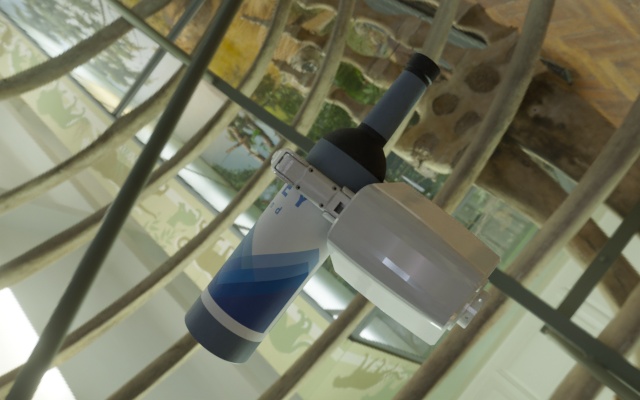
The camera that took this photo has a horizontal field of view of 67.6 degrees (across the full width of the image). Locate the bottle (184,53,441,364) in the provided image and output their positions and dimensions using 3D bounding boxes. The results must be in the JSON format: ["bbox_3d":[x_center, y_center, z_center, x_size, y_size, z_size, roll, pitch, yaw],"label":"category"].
[{"bbox_3d":[0.000,0.001,0.405,0.069,0.296,0.069,38,2,-2],"label":"bottle"}]
